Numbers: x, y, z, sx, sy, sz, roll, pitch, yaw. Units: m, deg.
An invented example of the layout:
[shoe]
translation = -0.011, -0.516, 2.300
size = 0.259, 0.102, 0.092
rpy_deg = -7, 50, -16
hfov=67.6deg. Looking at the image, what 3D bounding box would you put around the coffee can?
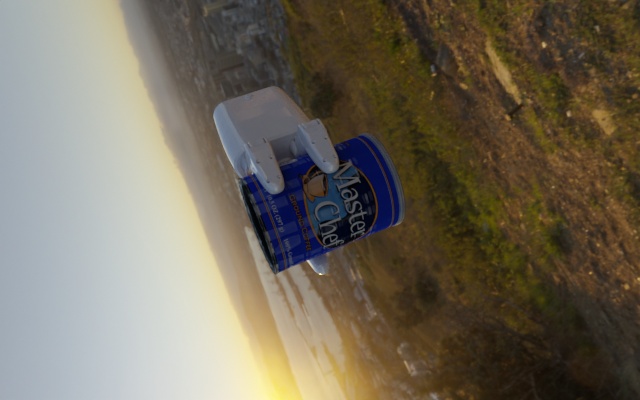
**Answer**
[coffee can]
translation = 0.000, 0.002, 0.488
size = 0.140, 0.103, 0.103
rpy_deg = -21, 5, -13
